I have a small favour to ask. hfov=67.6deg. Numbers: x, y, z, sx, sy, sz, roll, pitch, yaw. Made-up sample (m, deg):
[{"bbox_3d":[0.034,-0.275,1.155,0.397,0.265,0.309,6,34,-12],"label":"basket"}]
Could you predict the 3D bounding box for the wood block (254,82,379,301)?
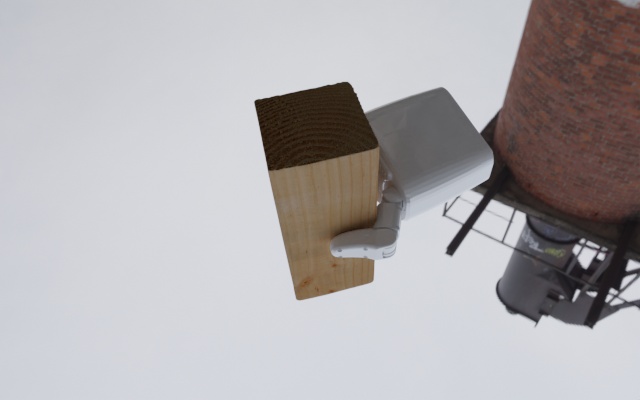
[{"bbox_3d":[0.001,0.002,0.467,0.090,0.090,0.206,-13,-40,-5],"label":"wood block"}]
